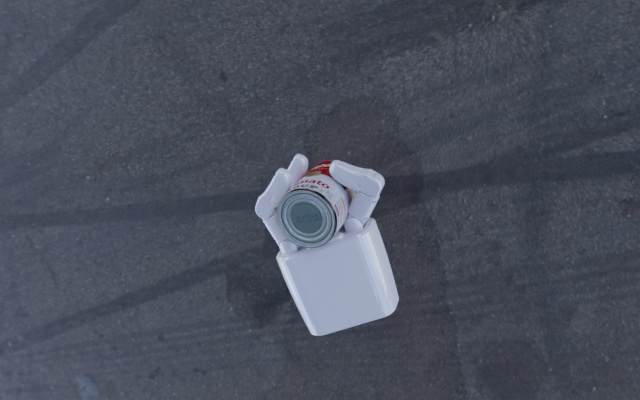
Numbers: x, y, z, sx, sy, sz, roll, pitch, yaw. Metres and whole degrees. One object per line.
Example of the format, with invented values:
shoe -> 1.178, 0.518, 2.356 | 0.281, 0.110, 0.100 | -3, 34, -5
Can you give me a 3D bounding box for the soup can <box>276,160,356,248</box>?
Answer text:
soup can -> 0.000, 0.001, 0.530 | 0.068, 0.068, 0.102 | 0, 21, 20
